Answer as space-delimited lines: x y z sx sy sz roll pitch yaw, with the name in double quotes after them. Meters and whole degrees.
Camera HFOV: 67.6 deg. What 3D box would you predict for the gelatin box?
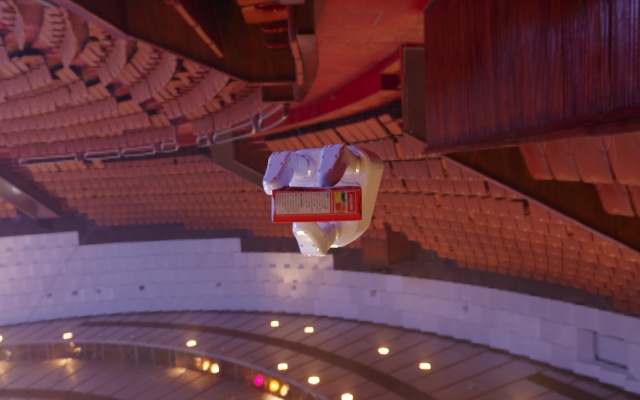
0.000 0.002 0.423 0.073 0.030 0.089 -1 3 5 "gelatin box"
